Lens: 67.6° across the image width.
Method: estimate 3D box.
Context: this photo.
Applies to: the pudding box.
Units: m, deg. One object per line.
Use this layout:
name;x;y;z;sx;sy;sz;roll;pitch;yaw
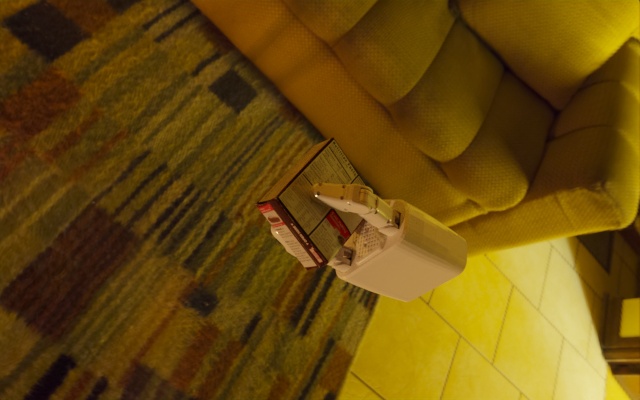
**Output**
pudding box;0.000;0.002;0.496;0.039;0.090;0.113;-21;22;47
